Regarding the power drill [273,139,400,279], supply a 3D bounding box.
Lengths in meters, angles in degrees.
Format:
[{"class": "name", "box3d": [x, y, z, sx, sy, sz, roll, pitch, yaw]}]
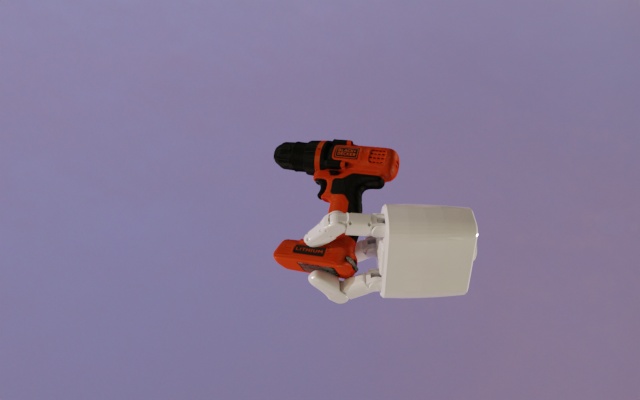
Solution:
[{"class": "power drill", "box3d": [0.000, 0.003, 0.641, 0.184, 0.187, 0.057, 6, -23, 23]}]
